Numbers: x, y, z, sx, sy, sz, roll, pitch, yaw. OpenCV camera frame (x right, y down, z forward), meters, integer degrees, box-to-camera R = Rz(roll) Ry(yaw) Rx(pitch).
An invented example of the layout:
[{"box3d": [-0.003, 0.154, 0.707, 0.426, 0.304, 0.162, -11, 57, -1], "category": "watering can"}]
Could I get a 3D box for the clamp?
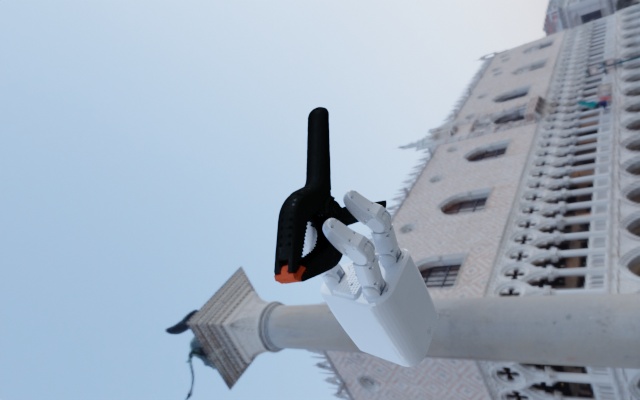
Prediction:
[{"box3d": [-0.001, 0.002, 0.533, 0.036, 0.165, 0.210, -15, 26, 39], "category": "clamp"}]
